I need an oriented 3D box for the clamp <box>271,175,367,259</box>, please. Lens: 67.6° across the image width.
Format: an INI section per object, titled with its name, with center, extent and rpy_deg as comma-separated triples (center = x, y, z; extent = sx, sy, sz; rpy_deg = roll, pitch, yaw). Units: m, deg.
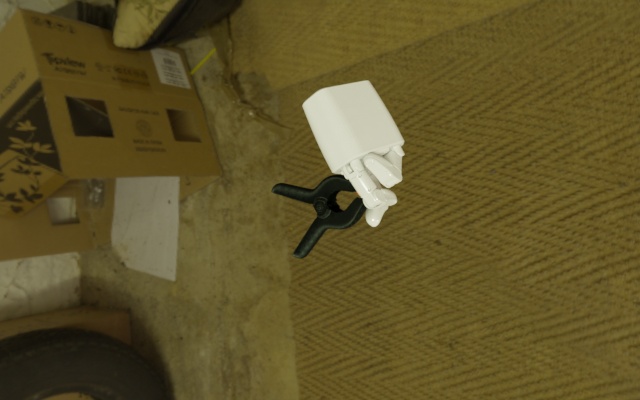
[clamp]
center = 0.000, 0.002, 0.702
extent = 0.171, 0.120, 0.039
rpy_deg = -31, -4, 30
